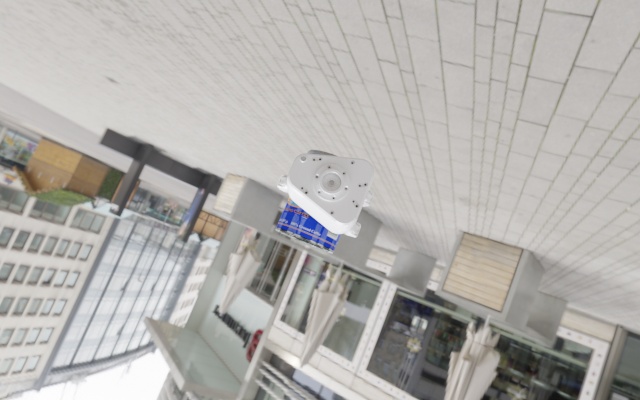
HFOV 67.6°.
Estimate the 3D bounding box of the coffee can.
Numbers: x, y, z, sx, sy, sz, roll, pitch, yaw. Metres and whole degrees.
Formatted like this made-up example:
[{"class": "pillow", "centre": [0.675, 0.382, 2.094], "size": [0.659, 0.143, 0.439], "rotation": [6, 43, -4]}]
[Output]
[{"class": "coffee can", "centre": [0.000, 0.002, 0.778], "size": [0.103, 0.140, 0.103], "rotation": [22, -8, 3]}]
